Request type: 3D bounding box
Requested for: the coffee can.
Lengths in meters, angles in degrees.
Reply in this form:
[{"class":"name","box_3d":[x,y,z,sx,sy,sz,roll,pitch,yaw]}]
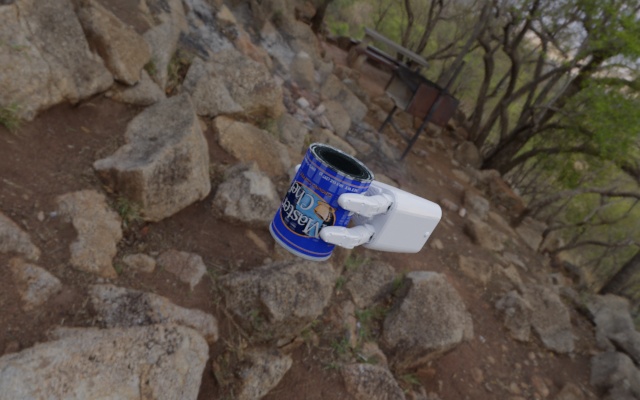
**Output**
[{"class":"coffee can","box_3d":[0.000,0.002,0.695,0.103,0.140,0.102,24,21,-10]}]
